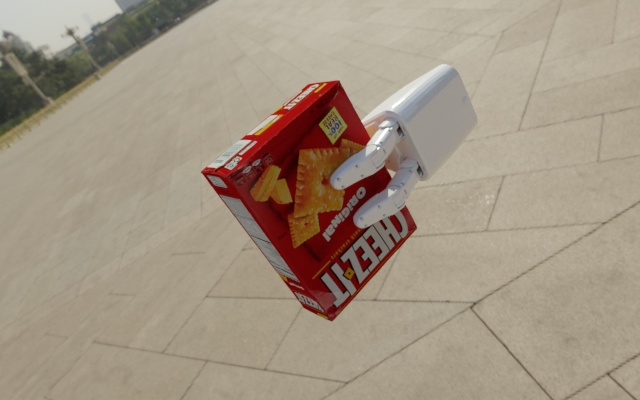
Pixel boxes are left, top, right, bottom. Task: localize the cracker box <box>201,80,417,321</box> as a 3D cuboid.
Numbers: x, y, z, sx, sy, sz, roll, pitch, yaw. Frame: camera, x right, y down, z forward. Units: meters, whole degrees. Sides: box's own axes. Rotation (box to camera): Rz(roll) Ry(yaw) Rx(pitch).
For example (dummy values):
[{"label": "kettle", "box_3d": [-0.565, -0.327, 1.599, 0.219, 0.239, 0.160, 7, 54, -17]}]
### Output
[{"label": "cracker box", "box_3d": [0.000, 0.002, 0.535, 0.164, 0.214, 0.072, -43, 28, -21]}]
